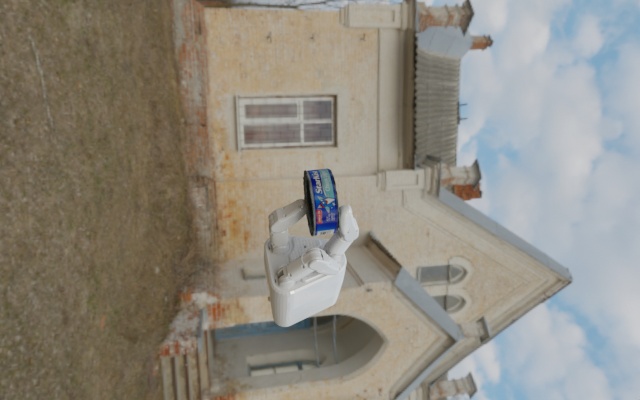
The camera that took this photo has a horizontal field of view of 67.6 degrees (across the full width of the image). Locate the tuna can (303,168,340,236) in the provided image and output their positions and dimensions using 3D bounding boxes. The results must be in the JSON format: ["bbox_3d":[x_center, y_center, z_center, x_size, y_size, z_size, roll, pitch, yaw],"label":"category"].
[{"bbox_3d":[0.001,0.002,0.615,0.034,0.086,0.086,-7,1,-8],"label":"tuna can"}]
